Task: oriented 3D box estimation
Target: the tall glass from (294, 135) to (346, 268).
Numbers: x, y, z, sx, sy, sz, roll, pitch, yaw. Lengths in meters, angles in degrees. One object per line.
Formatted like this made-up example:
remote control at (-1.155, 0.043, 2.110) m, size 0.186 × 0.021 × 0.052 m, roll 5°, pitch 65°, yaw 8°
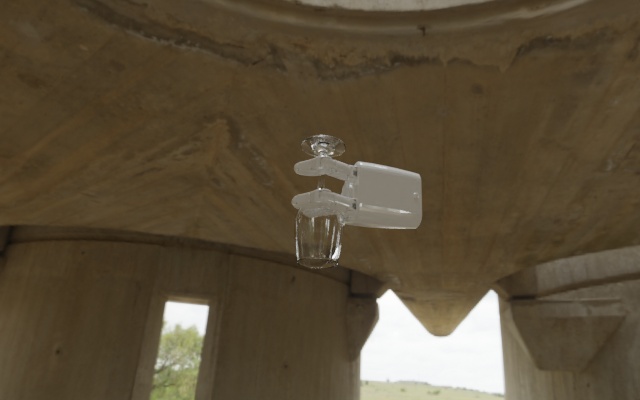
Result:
tall glass at (0.000, 0.002, 0.754) m, size 0.079 × 0.201 × 0.079 m, roll 3°, pitch -22°, yaw 1°
